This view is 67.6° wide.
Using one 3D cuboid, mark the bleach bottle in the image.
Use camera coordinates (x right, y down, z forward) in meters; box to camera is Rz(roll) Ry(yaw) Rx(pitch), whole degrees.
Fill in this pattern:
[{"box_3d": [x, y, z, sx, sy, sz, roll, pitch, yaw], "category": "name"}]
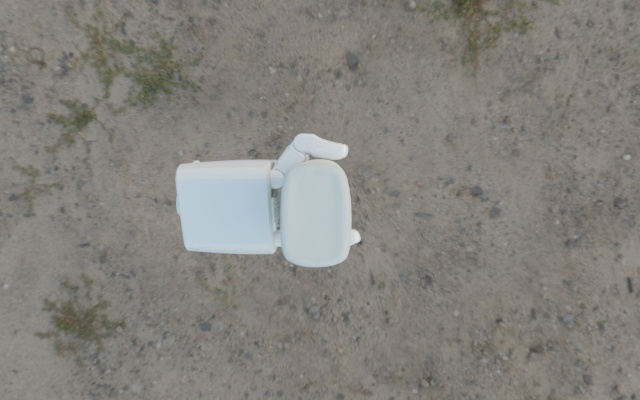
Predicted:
[{"box_3d": [0.000, 0.002, 0.569, 0.068, 0.102, 0.251, 0, 5, 2], "category": "bleach bottle"}]
